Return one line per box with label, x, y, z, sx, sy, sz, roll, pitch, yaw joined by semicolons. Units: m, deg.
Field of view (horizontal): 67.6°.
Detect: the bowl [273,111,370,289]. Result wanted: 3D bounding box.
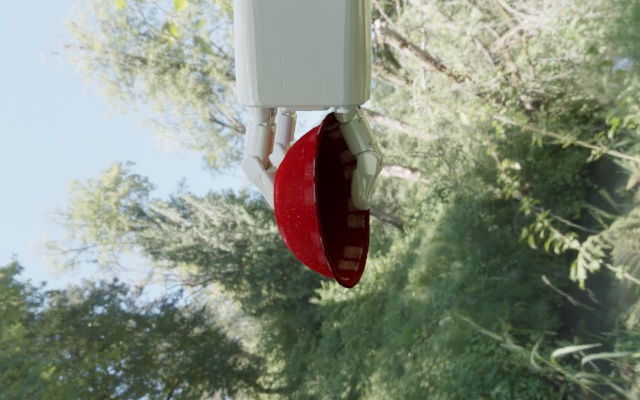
bowl;0.000;0.003;0.448;0.055;0.162;0.162;-6;-2;20
